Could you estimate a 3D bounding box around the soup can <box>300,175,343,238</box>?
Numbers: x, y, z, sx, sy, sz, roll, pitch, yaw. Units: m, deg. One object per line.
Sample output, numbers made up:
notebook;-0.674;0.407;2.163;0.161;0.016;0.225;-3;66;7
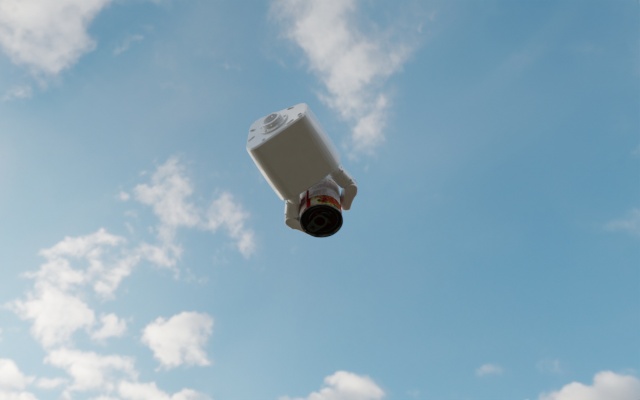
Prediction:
soup can;0.000;0.003;0.785;0.068;0.069;0.102;0;37;-2
